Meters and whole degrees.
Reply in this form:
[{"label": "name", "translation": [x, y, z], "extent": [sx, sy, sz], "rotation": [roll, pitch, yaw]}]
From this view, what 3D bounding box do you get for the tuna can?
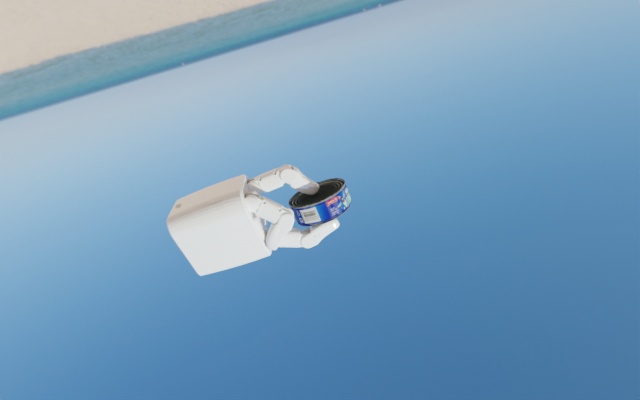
[{"label": "tuna can", "translation": [0.000, 0.003, 0.679], "extent": [0.086, 0.034, 0.086], "rotation": [-20, 19, 7]}]
